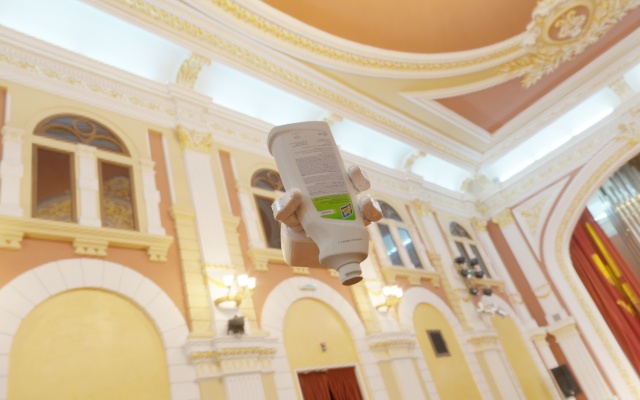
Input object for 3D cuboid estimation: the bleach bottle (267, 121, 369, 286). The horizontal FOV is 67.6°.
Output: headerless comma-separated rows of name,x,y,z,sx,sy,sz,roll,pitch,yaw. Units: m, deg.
bleach bottle,0.000,0.002,0.678,0.102,0.250,0.068,-10,-30,-14
